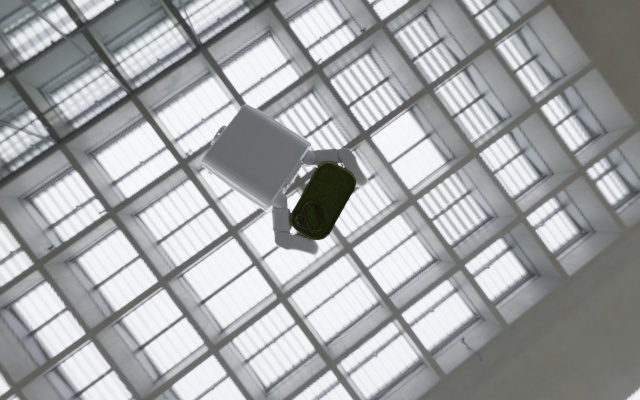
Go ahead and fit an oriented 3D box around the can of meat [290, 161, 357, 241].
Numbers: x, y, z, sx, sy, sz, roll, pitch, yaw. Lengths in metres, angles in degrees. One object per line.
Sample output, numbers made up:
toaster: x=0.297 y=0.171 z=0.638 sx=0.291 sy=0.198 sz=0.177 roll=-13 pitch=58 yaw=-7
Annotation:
can of meat: x=0.000 y=0.002 z=0.655 sx=0.057 sy=0.102 sz=0.084 roll=30 pitch=-5 yaw=-3
